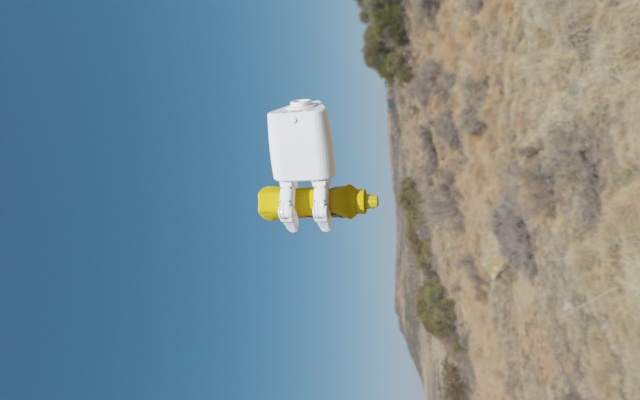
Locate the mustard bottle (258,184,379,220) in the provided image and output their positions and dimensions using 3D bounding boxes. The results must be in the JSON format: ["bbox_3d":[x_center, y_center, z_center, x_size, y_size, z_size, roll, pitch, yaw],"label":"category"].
[{"bbox_3d":[0.000,0.003,0.794,0.191,0.058,0.096,-2,-5,13],"label":"mustard bottle"}]
